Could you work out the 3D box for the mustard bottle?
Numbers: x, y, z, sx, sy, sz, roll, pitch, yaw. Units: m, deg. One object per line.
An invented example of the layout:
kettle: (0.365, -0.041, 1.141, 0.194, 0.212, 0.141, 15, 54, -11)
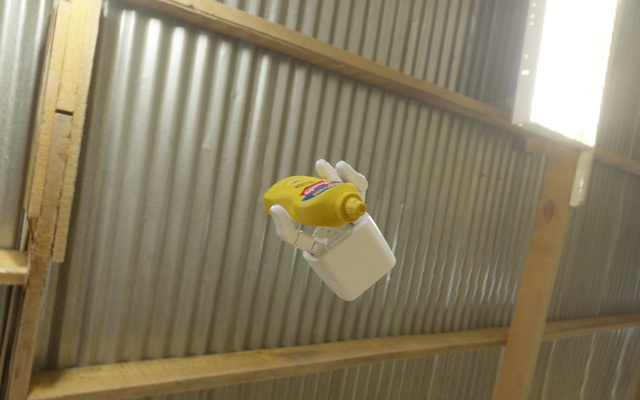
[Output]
mustard bottle: (0.000, 0.002, 0.699, 0.096, 0.058, 0.191, -22, 18, -30)
